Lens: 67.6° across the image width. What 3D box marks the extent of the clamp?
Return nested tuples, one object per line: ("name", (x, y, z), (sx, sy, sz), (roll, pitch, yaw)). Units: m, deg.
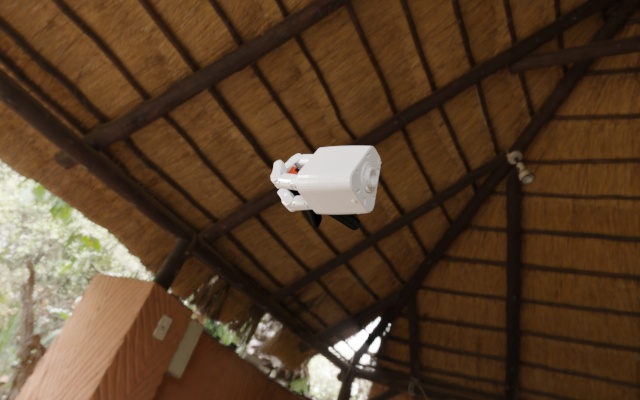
("clamp", (0.000, 0.002, 0.899), (0.120, 0.039, 0.172), (1, -35, 35))
